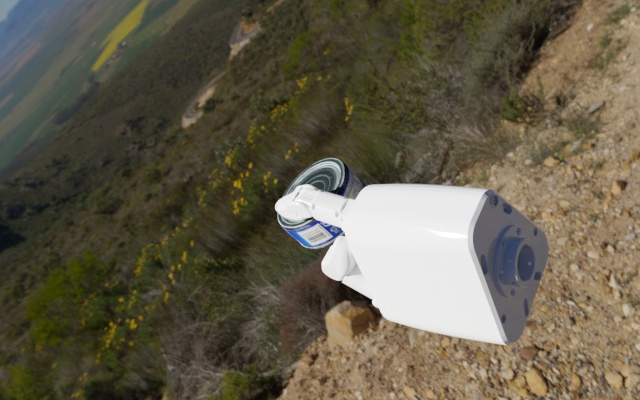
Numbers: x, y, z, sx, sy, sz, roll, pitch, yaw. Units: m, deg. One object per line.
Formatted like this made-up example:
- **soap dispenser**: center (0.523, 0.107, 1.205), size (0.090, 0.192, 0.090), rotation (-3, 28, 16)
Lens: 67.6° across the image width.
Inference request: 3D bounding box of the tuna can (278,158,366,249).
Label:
- **tuna can**: center (0.000, 0.001, 0.456), size (0.034, 0.086, 0.086), rotation (43, -25, -31)
